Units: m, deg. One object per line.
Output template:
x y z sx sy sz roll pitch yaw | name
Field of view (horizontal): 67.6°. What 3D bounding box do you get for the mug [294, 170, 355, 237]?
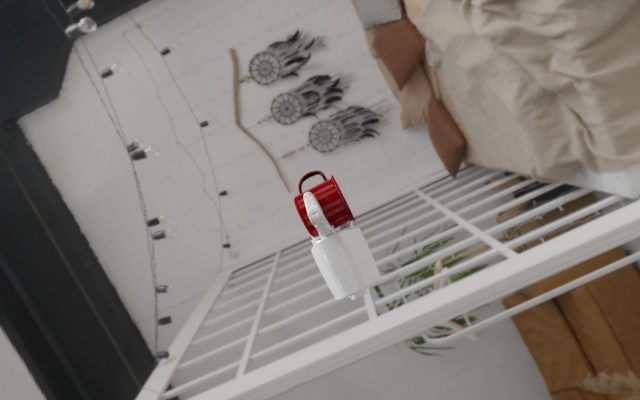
-0.001 0.002 0.848 0.081 0.117 0.093 -27 -11 4 | mug
